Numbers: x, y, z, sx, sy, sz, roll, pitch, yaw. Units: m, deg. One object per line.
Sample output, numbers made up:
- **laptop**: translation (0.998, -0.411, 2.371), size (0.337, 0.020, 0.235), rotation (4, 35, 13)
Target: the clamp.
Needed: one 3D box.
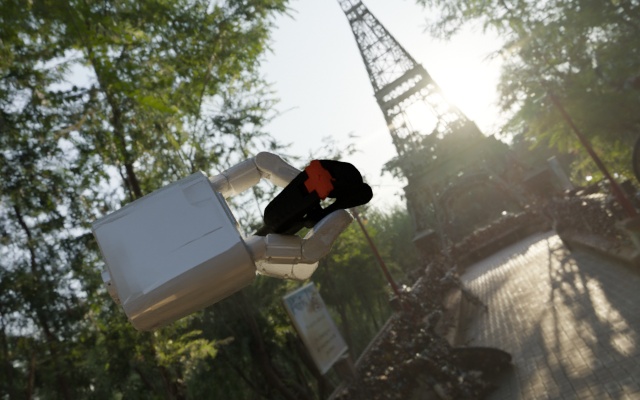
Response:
- **clamp**: translation (0.000, 0.001, 0.455), size (0.164, 0.036, 0.210), rotation (-27, -9, -16)
